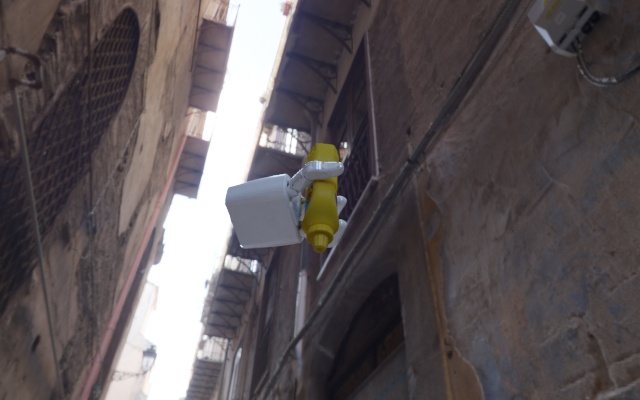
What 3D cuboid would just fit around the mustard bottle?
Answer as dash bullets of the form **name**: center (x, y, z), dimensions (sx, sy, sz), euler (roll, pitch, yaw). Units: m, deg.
- **mustard bottle**: center (0.000, 0.002, 0.768), dimensions (0.058, 0.191, 0.096), euler (8, -44, -6)
